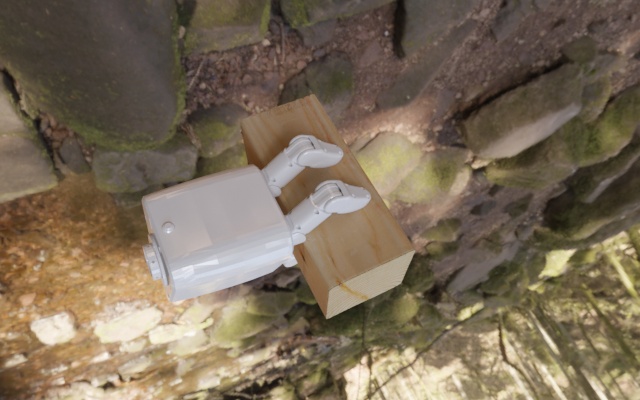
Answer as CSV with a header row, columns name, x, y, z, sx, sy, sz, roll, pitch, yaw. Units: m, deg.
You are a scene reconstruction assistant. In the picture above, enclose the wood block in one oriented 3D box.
name,x,y,z,sx,sy,sz,roll,pitch,yaw
wood block,0.000,0.002,0.497,0.090,0.206,0.091,-23,-27,-14
